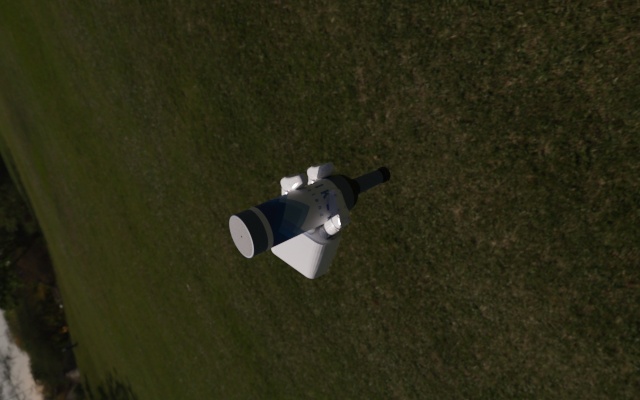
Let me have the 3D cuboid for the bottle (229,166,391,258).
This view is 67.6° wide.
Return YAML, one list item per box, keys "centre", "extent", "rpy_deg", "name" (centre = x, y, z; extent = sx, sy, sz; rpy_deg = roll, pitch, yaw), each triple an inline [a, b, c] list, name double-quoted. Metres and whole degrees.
- centre: [0.000, 0.003, 0.762]
  extent: [0.295, 0.069, 0.069]
  rpy_deg: [-24, 13, -32]
  name: "bottle"
